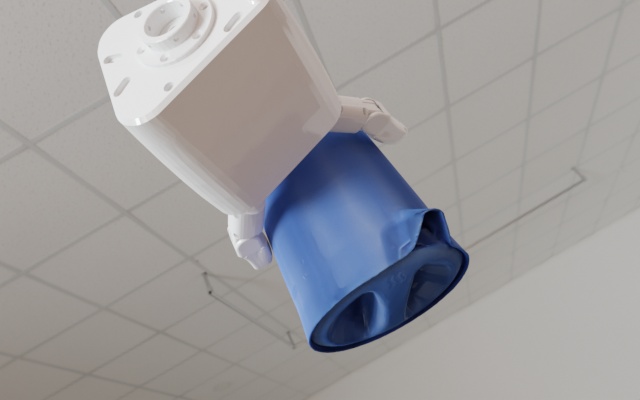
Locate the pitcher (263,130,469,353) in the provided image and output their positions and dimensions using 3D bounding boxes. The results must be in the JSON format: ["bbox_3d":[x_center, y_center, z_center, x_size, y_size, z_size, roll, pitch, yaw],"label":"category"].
[{"bbox_3d":[0.000,0.001,0.418,0.149,0.242,0.145,-34,-33,6],"label":"pitcher"}]
